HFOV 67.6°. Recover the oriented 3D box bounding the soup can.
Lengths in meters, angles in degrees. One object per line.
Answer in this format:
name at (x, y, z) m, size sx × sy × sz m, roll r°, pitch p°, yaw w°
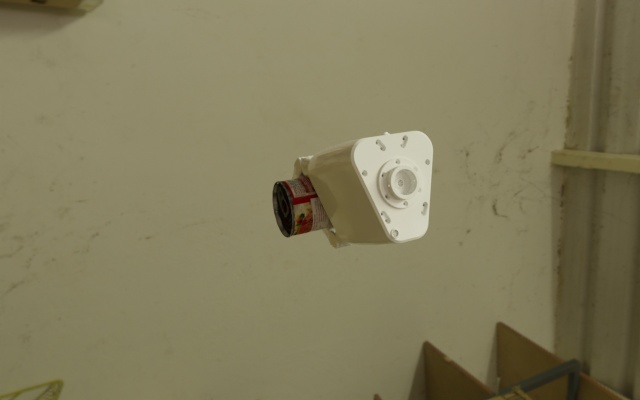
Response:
soup can at (0.000, 0.002, 0.585) m, size 0.102 × 0.068 × 0.068 m, roll -11°, pitch 4°, yaw -22°
